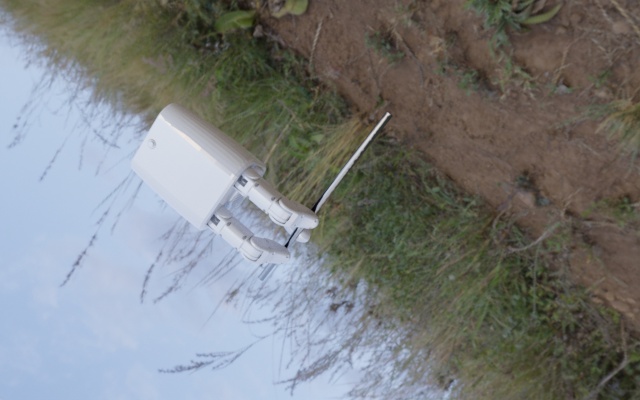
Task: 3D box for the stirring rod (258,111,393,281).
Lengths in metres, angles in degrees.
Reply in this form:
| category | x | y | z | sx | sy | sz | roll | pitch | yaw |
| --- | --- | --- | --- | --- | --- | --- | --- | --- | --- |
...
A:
| category | x | y | z | sx | sy | sz | roll | pitch | yaw |
| --- | --- | --- | --- | --- | --- | --- | --- | --- | --- |
| stirring rod | 0.000 | 0.002 | 0.523 | 0.011 | 0.239 | 0.011 | 34 | 19 | -13 |
